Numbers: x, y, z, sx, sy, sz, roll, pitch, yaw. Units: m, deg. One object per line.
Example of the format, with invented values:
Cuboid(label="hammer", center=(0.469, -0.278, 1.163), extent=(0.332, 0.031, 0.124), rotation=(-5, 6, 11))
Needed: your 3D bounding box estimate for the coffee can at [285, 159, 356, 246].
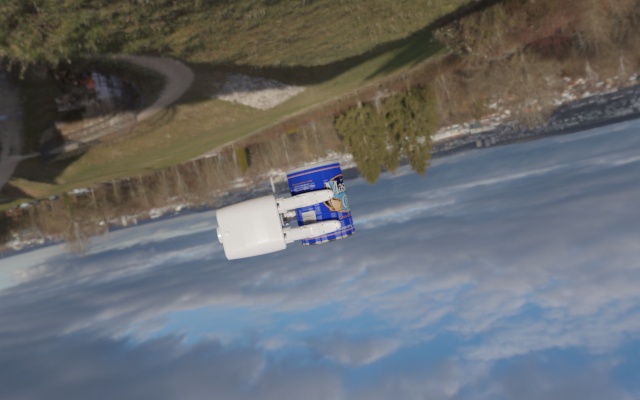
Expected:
Cuboid(label="coffee can", center=(0.000, 0.003, 0.885), extent=(0.103, 0.140, 0.103), rotation=(-13, 2, 0))
